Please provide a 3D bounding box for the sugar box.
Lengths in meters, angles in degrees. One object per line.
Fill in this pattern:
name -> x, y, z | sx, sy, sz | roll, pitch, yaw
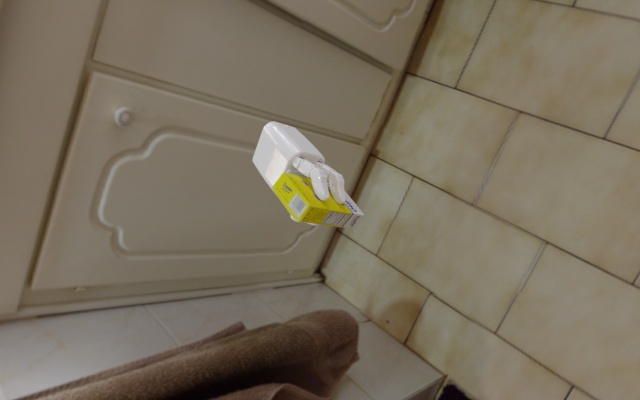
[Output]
sugar box -> 0.000, 0.002, 0.897 | 0.176, 0.048, 0.093 | 7, 38, -51
